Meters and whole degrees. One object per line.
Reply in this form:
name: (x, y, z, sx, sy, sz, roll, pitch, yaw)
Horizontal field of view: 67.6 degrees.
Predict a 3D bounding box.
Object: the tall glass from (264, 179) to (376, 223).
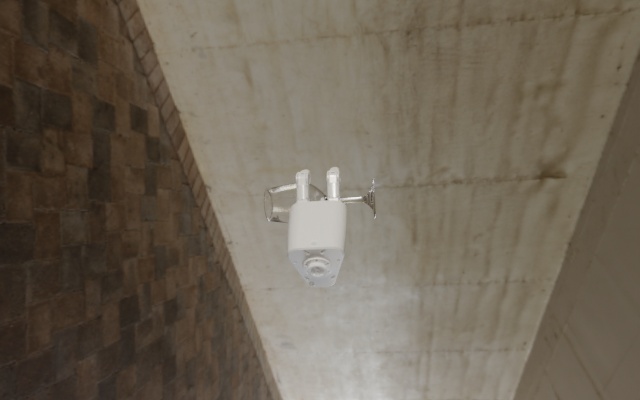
tall glass: (0.001, 0.003, 0.882, 0.201, 0.079, 0.079, -3, 0, 6)
